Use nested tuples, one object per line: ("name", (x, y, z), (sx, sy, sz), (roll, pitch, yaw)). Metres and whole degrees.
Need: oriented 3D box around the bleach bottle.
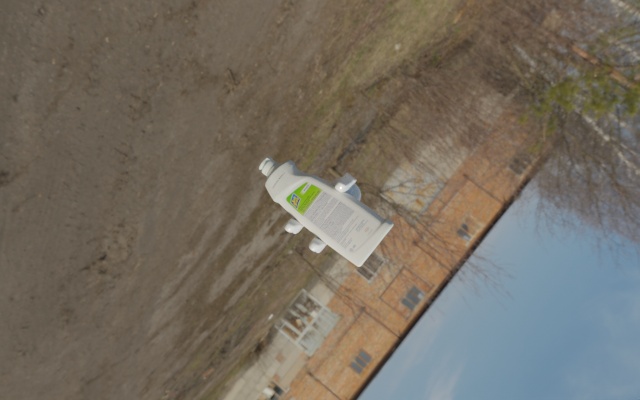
("bleach bottle", (0.000, 0.003, 0.847), (0.251, 0.102, 0.068), (39, 1, 8))
